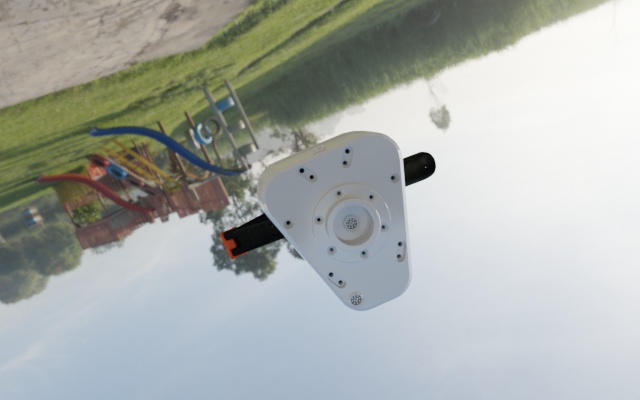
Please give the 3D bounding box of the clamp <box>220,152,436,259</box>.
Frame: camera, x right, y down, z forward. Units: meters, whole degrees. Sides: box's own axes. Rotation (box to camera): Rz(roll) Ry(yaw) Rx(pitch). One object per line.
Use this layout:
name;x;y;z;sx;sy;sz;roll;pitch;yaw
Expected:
clamp;0.000;0.003;0.496;0.210;0.036;0.164;-24;5;-3
